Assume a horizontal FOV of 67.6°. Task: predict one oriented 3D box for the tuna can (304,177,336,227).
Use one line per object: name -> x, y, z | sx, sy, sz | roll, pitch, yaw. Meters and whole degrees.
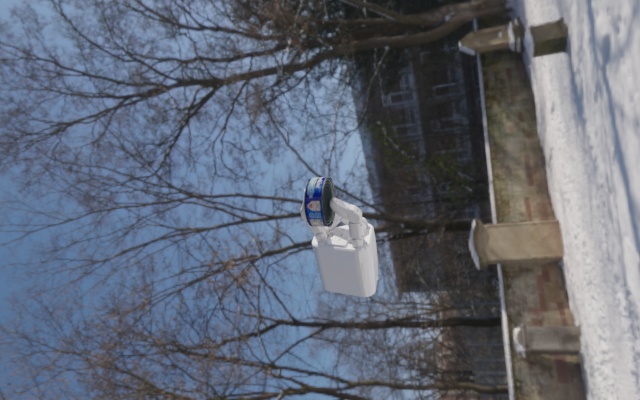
tuna can -> 0.000, 0.003, 0.814 | 0.034, 0.086, 0.086 | 0, 0, 16
